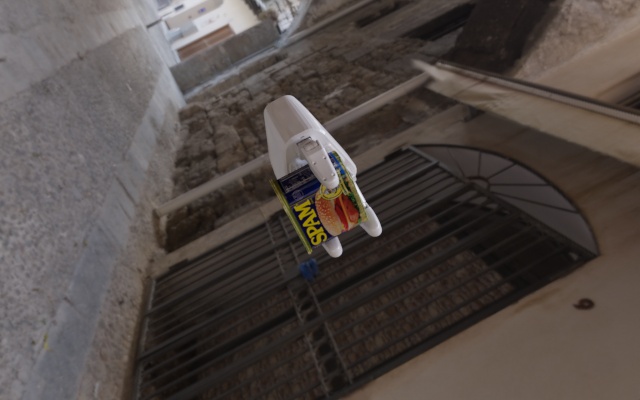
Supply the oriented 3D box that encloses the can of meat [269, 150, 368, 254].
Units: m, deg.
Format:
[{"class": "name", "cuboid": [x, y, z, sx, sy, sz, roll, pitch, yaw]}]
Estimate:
[{"class": "can of meat", "cuboid": [0.000, 0.002, 0.563, 0.084, 0.102, 0.057, -28, 40, -4]}]
